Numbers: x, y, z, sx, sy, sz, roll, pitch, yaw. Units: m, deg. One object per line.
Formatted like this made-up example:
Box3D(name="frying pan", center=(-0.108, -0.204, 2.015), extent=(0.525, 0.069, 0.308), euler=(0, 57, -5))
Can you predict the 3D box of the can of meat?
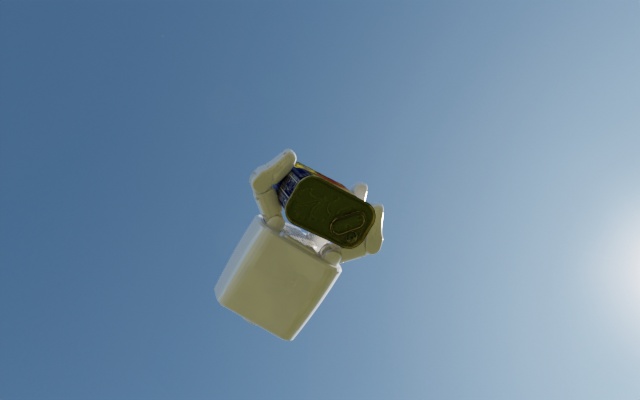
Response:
Box3D(name="can of meat", center=(0.000, 0.002, 0.544), extent=(0.102, 0.057, 0.084), euler=(27, 8, -24))
